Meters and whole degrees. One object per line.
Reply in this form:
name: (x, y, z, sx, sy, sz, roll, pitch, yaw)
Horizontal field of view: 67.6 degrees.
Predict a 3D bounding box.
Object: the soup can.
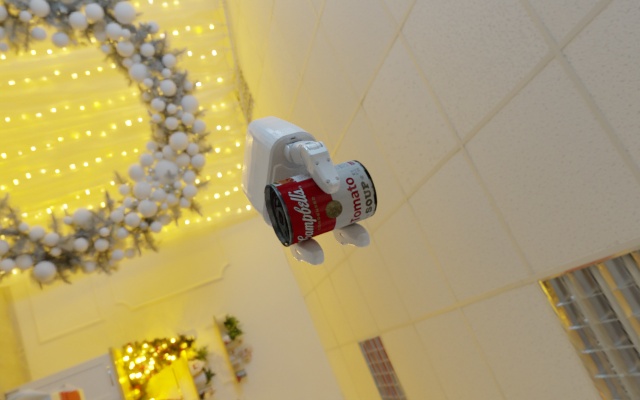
soup can: (0.001, 0.002, 0.507, 0.102, 0.068, 0.068, -18, 6, -20)
